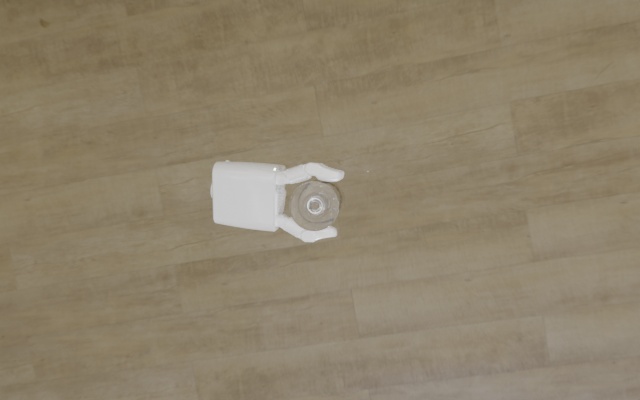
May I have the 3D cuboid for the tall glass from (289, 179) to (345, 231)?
[{"bbox_3d":[0.000,0.003,0.805,0.079,0.079,0.201,0,3,6],"label":"tall glass"}]
